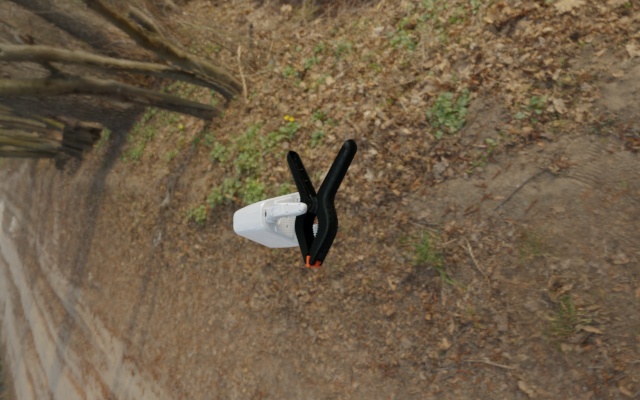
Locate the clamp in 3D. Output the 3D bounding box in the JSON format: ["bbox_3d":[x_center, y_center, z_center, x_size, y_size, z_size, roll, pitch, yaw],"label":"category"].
[{"bbox_3d":[-0.001,0.003,0.778,0.036,0.210,0.164,7,-14,-39],"label":"clamp"}]
